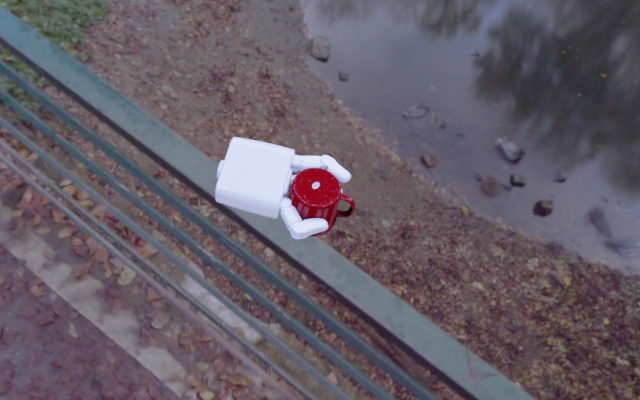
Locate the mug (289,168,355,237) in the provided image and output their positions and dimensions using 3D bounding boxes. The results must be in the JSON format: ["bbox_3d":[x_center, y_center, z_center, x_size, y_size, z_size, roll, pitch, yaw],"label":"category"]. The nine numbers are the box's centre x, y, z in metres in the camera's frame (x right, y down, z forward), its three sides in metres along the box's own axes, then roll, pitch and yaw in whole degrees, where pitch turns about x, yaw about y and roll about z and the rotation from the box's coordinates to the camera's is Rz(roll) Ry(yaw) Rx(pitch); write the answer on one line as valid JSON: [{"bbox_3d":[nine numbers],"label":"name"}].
[{"bbox_3d":[0.002,0.003,0.793,0.117,0.093,0.082,13,-36,-2],"label":"mug"}]
